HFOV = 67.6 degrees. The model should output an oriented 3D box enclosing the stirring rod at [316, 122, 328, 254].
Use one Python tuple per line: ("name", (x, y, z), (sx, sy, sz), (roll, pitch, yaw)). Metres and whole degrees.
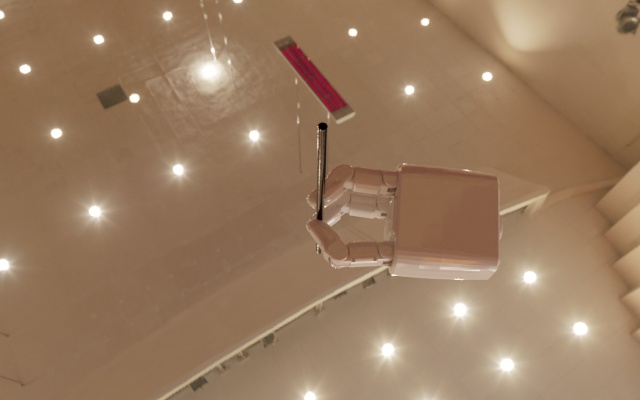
("stirring rod", (0.000, 0.002, 0.482), (0.011, 0.011, 0.240), (0, -30, -1))
